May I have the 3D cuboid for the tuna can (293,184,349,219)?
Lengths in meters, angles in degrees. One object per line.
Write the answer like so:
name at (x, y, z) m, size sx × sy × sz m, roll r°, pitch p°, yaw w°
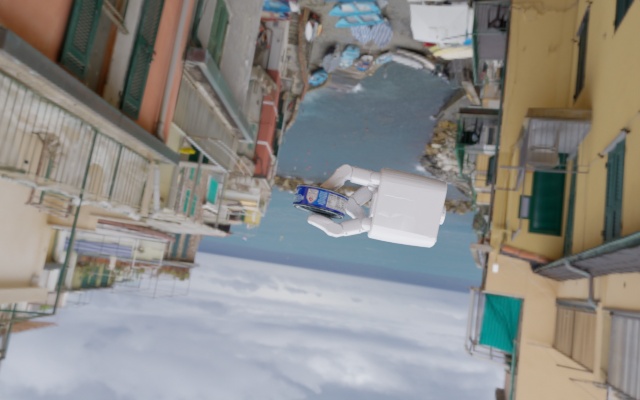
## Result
tuna can at (0.000, 0.003, 0.757) m, size 0.086 × 0.033 × 0.086 m, roll 14°, pitch -8°, yaw 2°
